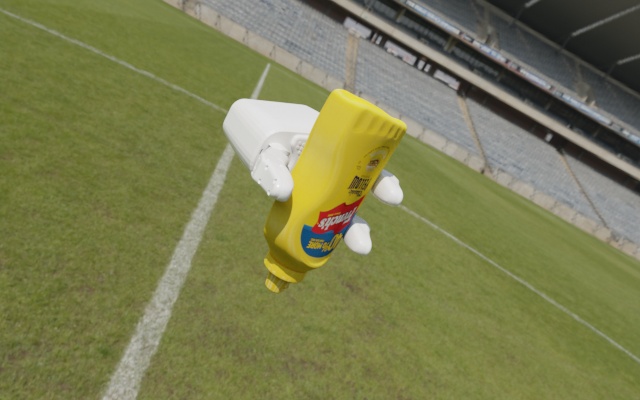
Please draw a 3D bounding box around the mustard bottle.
[{"bbox_3d":[0.000,0.001,0.426,0.058,0.192,0.096,37,16,26],"label":"mustard bottle"}]
